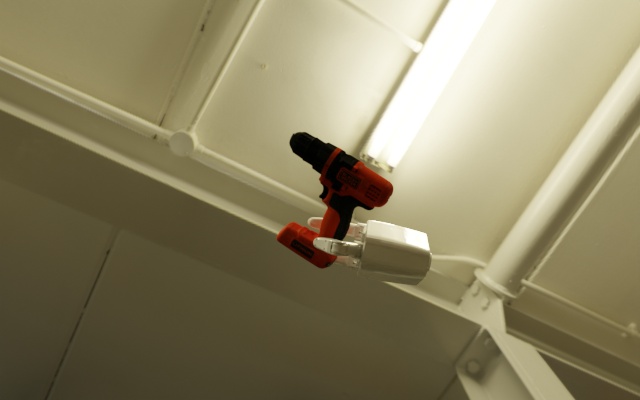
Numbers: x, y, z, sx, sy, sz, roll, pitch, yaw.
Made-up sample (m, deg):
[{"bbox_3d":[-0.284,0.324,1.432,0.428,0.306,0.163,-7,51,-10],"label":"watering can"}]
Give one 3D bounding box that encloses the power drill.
[{"bbox_3d":[0.000,0.003,0.777,0.184,0.188,0.057,33,25,10],"label":"power drill"}]
